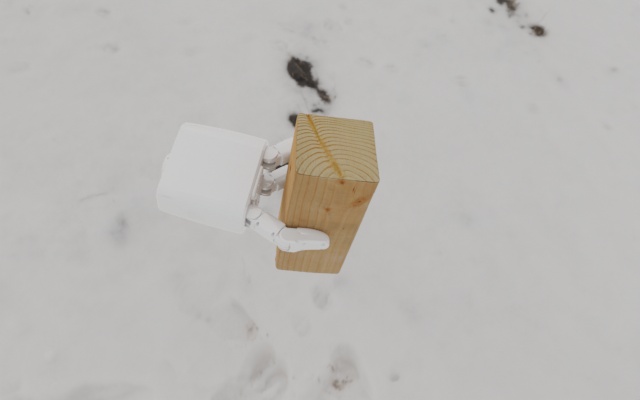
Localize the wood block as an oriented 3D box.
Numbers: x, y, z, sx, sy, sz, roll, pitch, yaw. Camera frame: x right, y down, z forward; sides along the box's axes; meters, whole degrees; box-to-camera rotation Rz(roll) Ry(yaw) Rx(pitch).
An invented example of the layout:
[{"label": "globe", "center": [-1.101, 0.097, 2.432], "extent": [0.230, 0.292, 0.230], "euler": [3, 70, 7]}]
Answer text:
[{"label": "wood block", "center": [0.000, 0.002, 0.593], "extent": [0.090, 0.090, 0.206], "euler": [6, -36, -8]}]
